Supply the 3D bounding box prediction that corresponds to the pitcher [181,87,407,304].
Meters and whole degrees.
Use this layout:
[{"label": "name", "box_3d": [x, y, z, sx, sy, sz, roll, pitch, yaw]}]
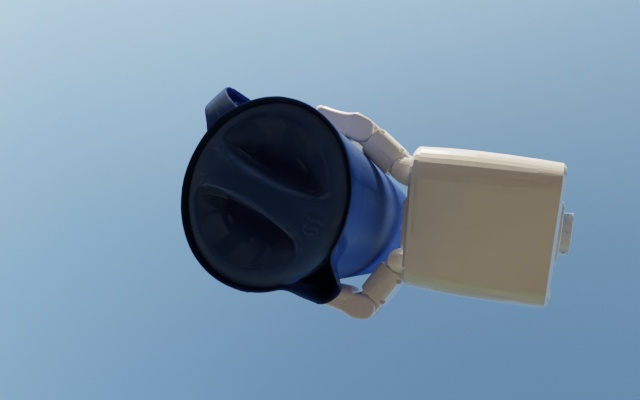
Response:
[{"label": "pitcher", "box_3d": [0.000, 0.001, 0.425, 0.145, 0.149, 0.243, 8, -5, 24]}]
